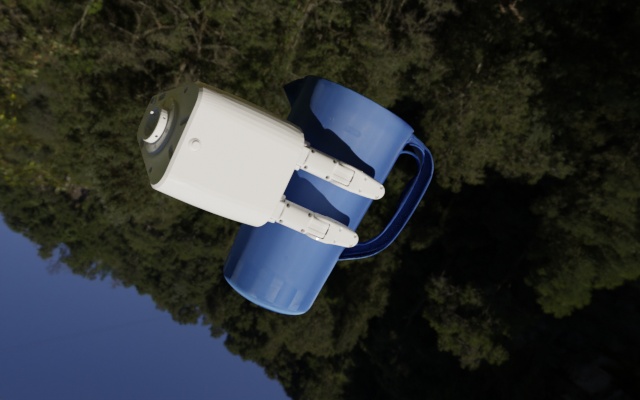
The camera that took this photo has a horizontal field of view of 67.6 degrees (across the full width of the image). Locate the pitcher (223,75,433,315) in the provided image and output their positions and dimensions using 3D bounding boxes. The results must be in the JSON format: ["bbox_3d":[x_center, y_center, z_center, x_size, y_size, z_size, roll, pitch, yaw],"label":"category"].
[{"bbox_3d":[0.000,0.002,0.526,0.145,0.243,0.149,22,6,-41],"label":"pitcher"}]
